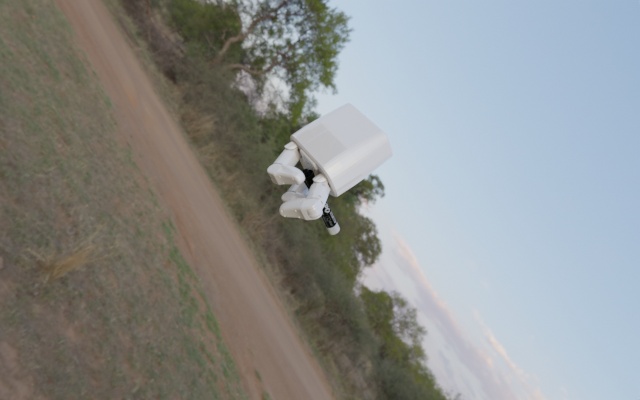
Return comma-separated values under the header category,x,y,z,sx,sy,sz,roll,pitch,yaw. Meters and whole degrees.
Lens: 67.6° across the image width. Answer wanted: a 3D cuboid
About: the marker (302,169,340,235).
category,x,y,z,sx,sy,sz,roll,pitch,yaw
marker,0.000,0.002,0.689,0.020,0.121,0.020,-16,38,13
